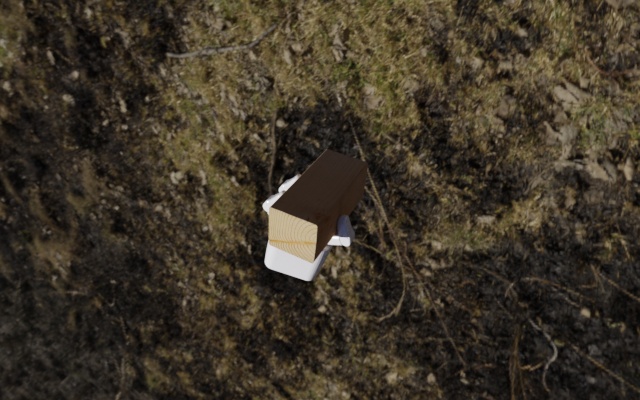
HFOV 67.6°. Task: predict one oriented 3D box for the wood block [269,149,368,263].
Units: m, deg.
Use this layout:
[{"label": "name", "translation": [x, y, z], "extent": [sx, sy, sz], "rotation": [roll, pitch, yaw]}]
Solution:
[{"label": "wood block", "translation": [0.000, 0.003, 0.856], "extent": [0.091, 0.090, 0.206], "rotation": [21, 42, 18]}]
